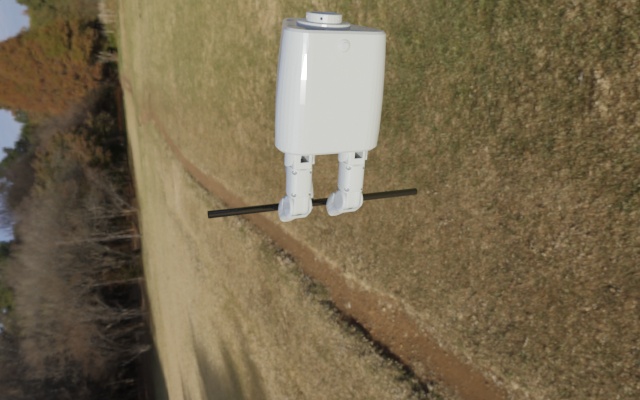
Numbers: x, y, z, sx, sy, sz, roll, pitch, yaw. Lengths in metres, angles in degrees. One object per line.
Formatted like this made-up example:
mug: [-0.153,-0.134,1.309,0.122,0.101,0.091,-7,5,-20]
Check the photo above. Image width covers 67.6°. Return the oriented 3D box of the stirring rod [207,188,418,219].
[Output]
stirring rod: [0.000,0.002,0.517,0.239,0.011,0.011,-6,2,-21]
